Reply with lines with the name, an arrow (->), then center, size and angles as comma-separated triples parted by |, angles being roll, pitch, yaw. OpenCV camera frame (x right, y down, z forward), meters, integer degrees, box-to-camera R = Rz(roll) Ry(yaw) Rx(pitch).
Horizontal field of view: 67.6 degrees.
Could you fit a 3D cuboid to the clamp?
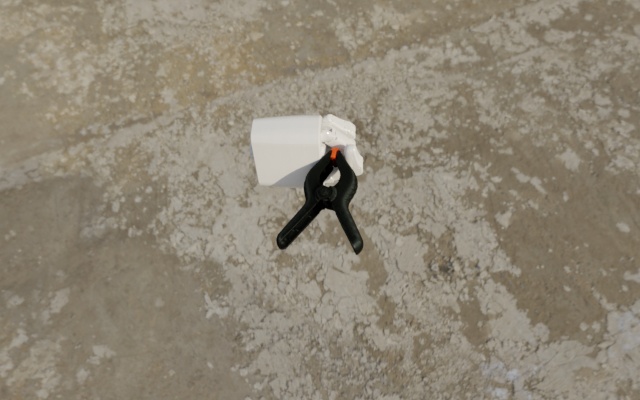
clamp -> 0.000, 0.002, 0.679 | 0.120, 0.171, 0.039 | -2, -35, 7
